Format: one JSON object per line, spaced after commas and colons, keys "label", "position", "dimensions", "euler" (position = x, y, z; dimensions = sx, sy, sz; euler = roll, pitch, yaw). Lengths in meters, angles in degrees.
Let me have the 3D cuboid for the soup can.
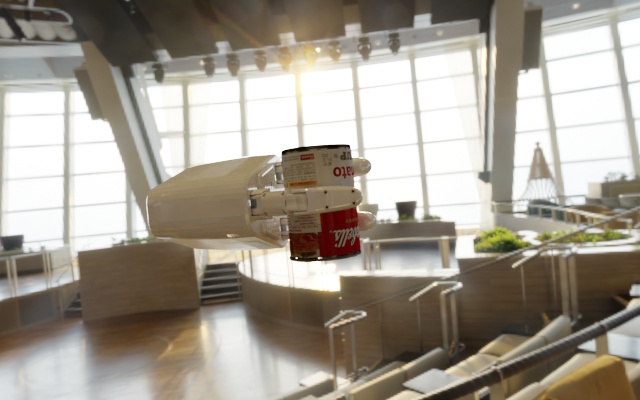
{"label": "soup can", "position": [0.001, 0.001, 0.447], "dimensions": [0.068, 0.102, 0.068], "euler": [-5, 2, 0]}
